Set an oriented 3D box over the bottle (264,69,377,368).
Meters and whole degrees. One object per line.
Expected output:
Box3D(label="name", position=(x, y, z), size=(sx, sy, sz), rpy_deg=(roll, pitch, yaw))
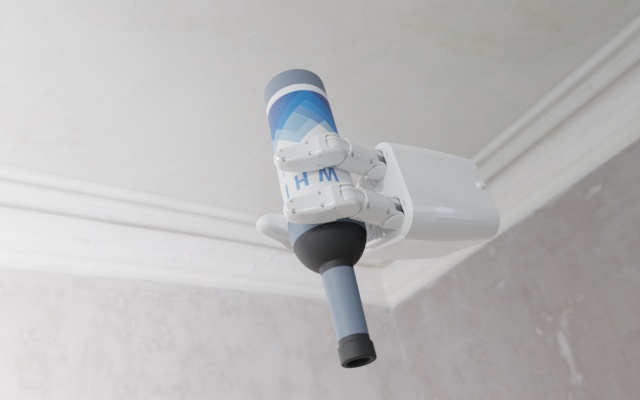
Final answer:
Box3D(label="bottle", position=(0.000, 0.001, 0.434), size=(0.069, 0.295, 0.069), rpy_deg=(-9, -35, -6))
